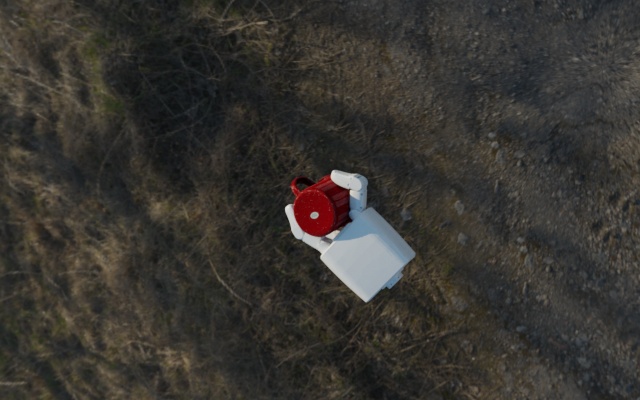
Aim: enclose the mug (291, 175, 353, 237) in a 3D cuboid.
[{"bbox_3d":[-0.001,0.002,0.785,0.117,0.093,0.081,43,31,12],"label":"mug"}]
